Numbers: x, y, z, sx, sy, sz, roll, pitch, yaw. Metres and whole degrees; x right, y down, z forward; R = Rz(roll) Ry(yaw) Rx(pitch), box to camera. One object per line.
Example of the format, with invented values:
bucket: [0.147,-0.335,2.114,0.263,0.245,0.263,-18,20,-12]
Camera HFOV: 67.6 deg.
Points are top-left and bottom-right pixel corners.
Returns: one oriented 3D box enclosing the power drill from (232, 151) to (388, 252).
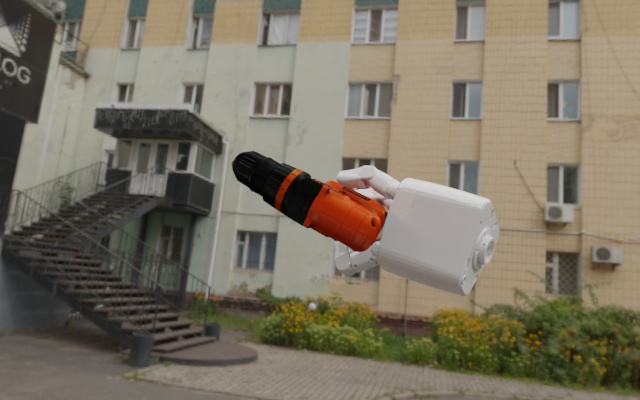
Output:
power drill: [0.000,0.002,0.586,0.184,0.057,0.187,31,7,17]
